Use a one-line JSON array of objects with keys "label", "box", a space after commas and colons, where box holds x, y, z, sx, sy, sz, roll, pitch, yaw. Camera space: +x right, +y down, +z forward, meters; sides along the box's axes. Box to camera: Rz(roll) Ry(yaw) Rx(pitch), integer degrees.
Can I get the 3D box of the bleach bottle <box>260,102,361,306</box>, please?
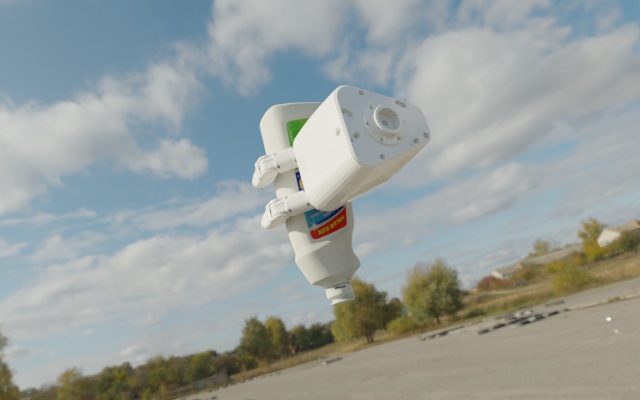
[{"label": "bleach bottle", "box": [0.000, 0.002, 0.593, 0.102, 0.250, 0.068, -7, -19, -27]}]
